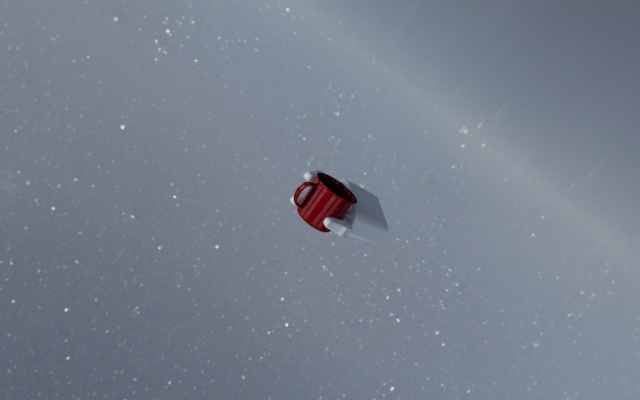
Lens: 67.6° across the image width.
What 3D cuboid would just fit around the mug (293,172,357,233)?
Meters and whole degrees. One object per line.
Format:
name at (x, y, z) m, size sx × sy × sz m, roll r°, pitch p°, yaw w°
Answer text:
mug at (-0.001, 0.003, 0.899) m, size 0.117 × 0.081 × 0.093 m, roll 22°, pitch 22°, yaw -38°
